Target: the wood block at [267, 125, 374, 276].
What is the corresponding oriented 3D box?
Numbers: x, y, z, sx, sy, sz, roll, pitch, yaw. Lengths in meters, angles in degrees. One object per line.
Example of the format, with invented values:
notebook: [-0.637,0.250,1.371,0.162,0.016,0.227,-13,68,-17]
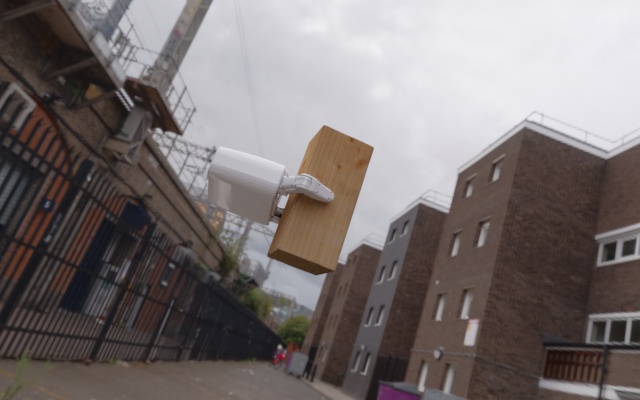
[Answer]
wood block: [0.000,0.002,0.743,0.090,0.206,0.091,23,-18,-12]
